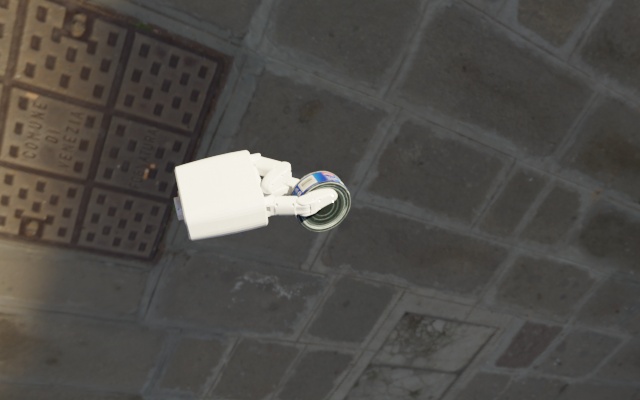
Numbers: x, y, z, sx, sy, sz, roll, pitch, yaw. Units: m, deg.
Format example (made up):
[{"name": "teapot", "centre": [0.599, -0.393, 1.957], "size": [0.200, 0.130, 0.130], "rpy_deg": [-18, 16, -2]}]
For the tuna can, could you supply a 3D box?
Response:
[{"name": "tuna can", "centre": [0.000, 0.003, 0.697], "size": [0.086, 0.086, 0.033], "rpy_deg": [0, 29, -25]}]
